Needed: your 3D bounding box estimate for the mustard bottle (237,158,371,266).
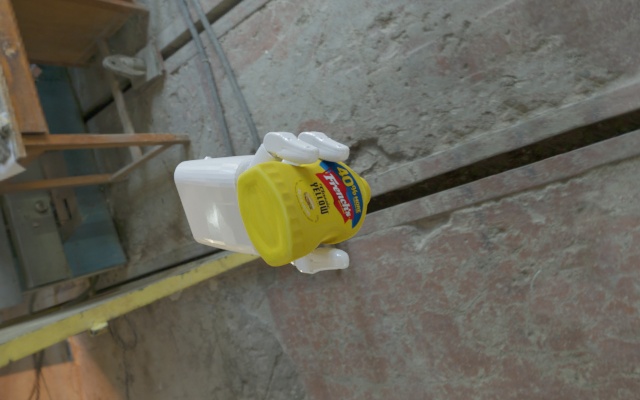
[{"bbox_3d":[0.000,0.002,0.513,0.058,0.096,0.191,-26,-7,35],"label":"mustard bottle"}]
